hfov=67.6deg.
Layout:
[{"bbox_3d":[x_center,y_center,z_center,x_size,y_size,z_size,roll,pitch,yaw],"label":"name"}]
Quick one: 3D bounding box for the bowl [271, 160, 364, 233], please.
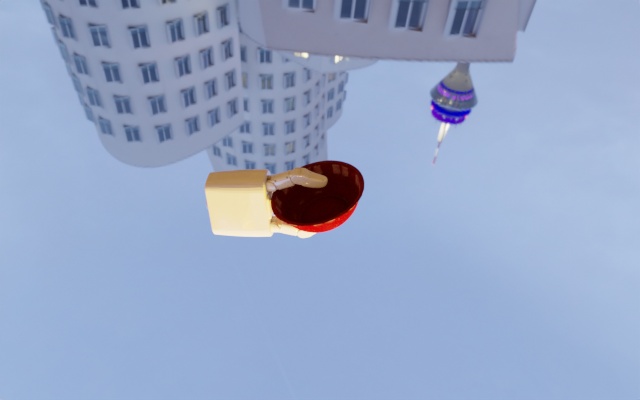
[{"bbox_3d":[0.001,0.003,0.809,0.162,0.055,0.162,-11,40,10],"label":"bowl"}]
